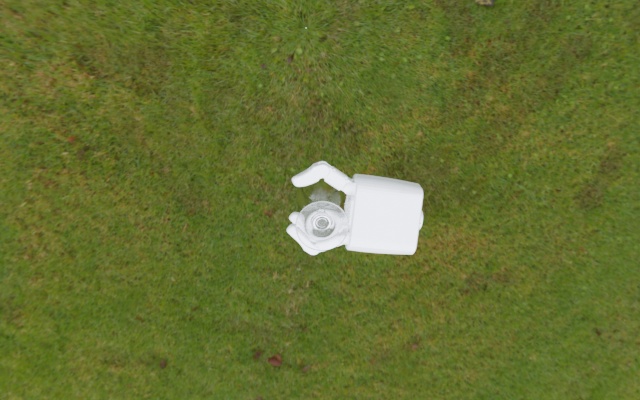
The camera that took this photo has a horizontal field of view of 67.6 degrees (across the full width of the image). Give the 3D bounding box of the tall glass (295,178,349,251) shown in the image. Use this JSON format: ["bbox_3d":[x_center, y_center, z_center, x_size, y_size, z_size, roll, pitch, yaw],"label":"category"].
[{"bbox_3d":[0.000,0.003,0.752,0.079,0.079,0.201,0,20,-2],"label":"tall glass"}]
